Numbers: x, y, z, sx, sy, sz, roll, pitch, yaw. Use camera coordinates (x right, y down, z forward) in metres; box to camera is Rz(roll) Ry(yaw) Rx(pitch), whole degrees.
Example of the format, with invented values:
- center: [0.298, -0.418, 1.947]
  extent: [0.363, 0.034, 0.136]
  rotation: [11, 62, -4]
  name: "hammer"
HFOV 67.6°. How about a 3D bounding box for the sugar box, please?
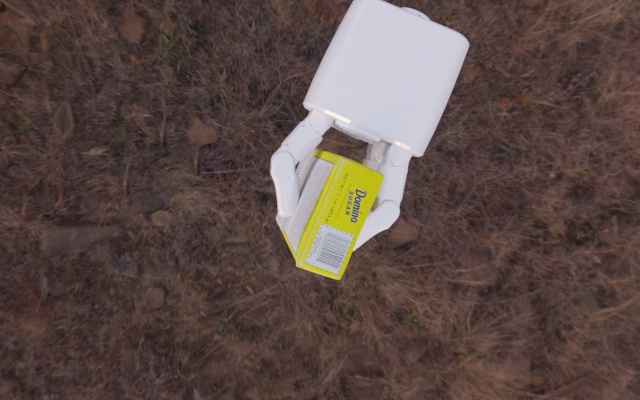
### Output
- center: [0.001, 0.002, 0.451]
  extent: [0.048, 0.093, 0.176]
  rotation: [23, 5, -11]
  name: "sugar box"
